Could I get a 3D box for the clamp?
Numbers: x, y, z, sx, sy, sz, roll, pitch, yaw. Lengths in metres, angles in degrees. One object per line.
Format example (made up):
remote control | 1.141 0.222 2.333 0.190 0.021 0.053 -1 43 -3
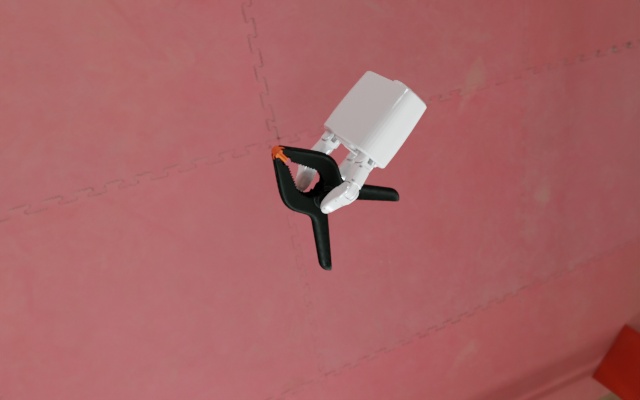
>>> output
clamp | 0.000 0.002 0.695 0.210 0.164 0.036 35 5 -29
